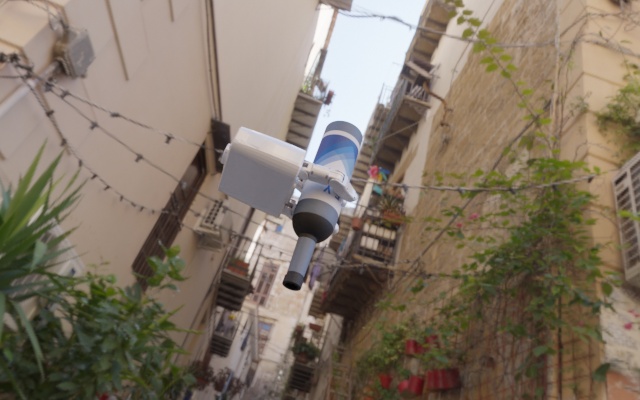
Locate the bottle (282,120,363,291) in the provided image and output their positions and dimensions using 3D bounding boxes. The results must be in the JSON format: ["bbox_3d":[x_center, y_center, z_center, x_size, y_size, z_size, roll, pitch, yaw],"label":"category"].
[{"bbox_3d":[0.000,0.002,0.737,0.069,0.295,0.069,13,-34,9],"label":"bottle"}]
